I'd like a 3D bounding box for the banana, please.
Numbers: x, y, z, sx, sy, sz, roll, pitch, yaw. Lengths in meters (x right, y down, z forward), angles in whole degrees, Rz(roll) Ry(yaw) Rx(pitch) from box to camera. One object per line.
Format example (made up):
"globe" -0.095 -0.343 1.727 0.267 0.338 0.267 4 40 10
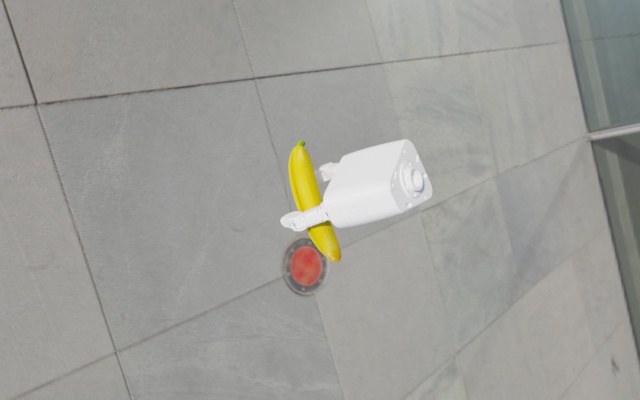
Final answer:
"banana" -0.010 0.001 0.712 0.037 0.198 0.069 -18 -4 30
